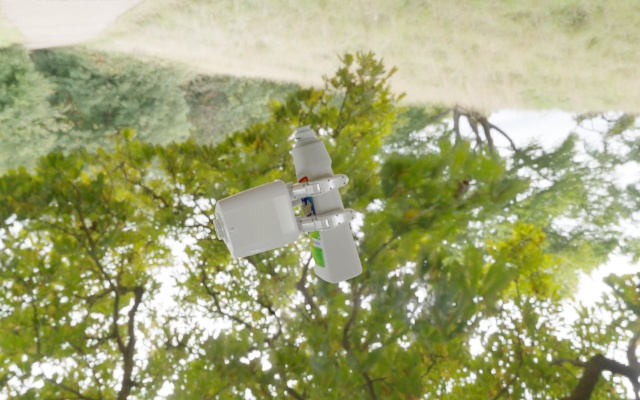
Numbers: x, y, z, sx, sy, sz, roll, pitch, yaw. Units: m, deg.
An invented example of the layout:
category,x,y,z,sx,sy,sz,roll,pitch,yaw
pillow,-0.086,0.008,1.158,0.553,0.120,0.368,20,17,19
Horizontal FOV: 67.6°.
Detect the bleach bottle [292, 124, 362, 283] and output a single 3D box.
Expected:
category,x,y,z,sx,sy,sz,roll,pitch,yaw
bleach bottle,0.000,0.003,0.780,0.068,0.251,0.102,-18,10,-17
